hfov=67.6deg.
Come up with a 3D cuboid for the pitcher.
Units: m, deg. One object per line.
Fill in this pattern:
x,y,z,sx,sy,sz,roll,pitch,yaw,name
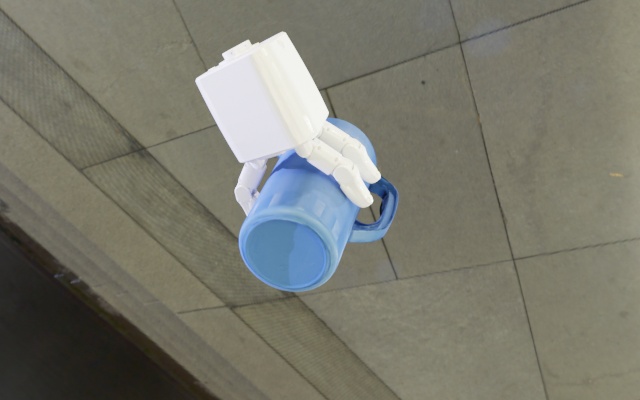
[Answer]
0.000,0.002,0.590,0.149,0.145,0.242,-17,23,22,pitcher
